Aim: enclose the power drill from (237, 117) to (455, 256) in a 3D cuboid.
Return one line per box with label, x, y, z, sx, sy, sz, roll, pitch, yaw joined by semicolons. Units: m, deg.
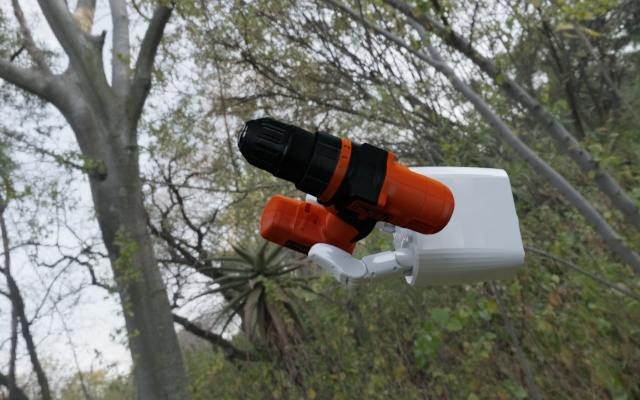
power drill;0.000;0.002;0.443;0.184;0.057;0.188;22;-22;-12
